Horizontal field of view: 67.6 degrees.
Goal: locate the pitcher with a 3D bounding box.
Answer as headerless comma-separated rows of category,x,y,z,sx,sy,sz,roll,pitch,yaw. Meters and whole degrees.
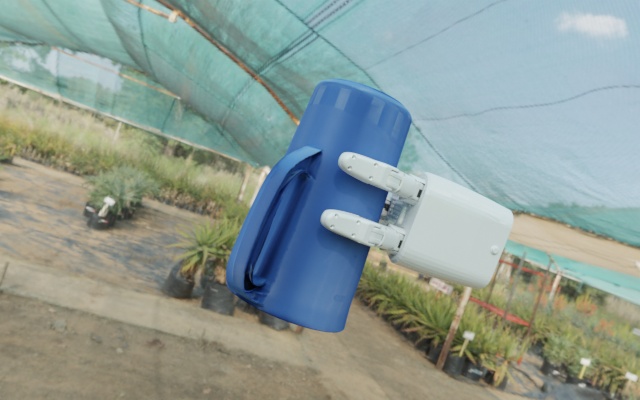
pitcher,0.000,0.002,0.495,0.145,0.243,0.149,21,0,-12
